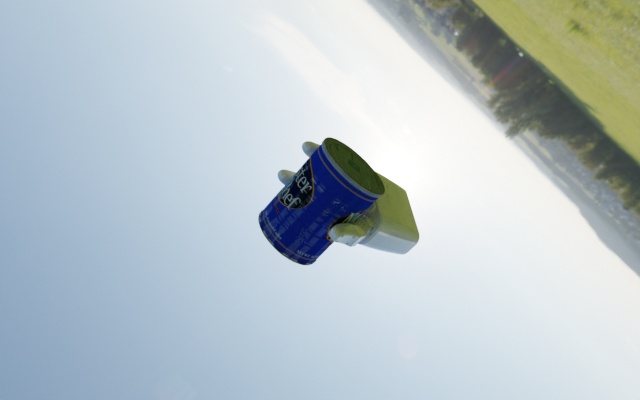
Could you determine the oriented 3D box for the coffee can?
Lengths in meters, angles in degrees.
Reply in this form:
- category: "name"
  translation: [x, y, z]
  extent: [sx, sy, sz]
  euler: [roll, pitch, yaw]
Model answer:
- category: "coffee can"
  translation: [0.000, 0.002, 0.630]
  extent: [0.140, 0.102, 0.103]
  euler: [-47, -22, 22]
